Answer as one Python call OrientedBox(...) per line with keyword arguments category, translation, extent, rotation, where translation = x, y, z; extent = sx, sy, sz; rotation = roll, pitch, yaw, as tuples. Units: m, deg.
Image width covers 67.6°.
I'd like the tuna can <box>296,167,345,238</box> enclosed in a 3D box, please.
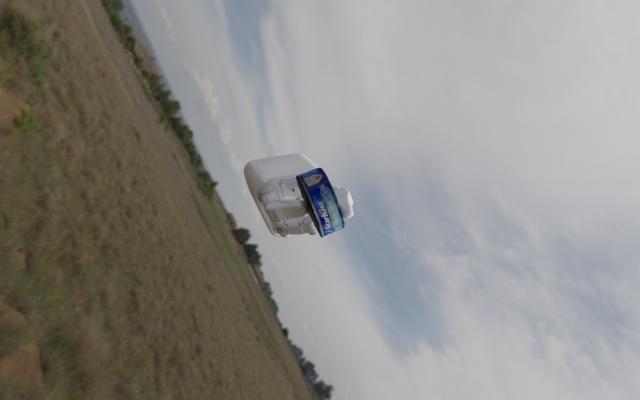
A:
OrientedBox(category="tuna can", translation=(0.001, 0.002, 0.609), extent=(0.034, 0.086, 0.086), rotation=(-22, 2, -6))
